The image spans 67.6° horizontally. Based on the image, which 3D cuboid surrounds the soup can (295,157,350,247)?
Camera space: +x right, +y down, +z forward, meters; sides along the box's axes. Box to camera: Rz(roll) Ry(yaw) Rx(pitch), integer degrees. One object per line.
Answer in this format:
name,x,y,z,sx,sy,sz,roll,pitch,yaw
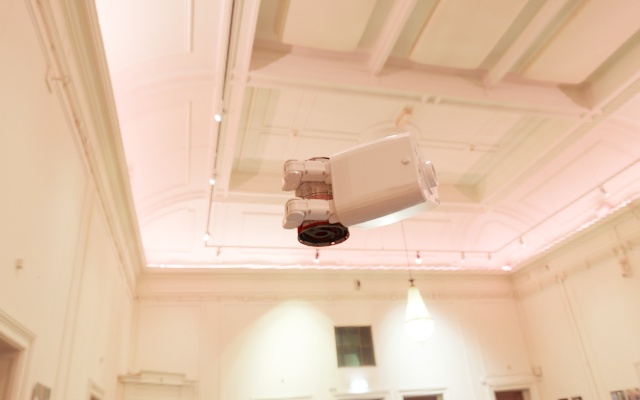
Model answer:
soup can,0.000,0.002,0.630,0.068,0.102,0.068,-4,-27,-2
